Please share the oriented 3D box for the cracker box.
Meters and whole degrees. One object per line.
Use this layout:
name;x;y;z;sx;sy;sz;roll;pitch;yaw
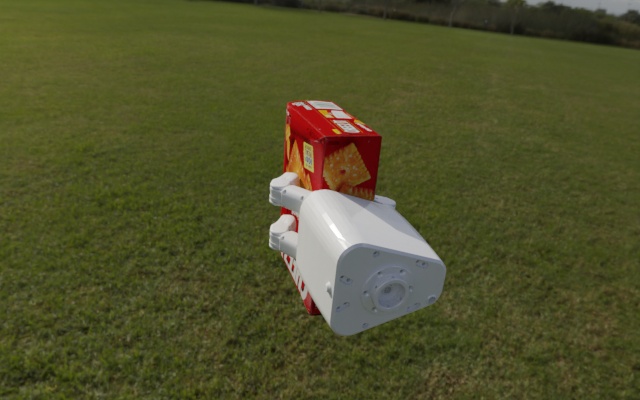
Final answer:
cracker box;0.000;0.002;0.575;0.072;0.214;0.164;-2;24;-18
